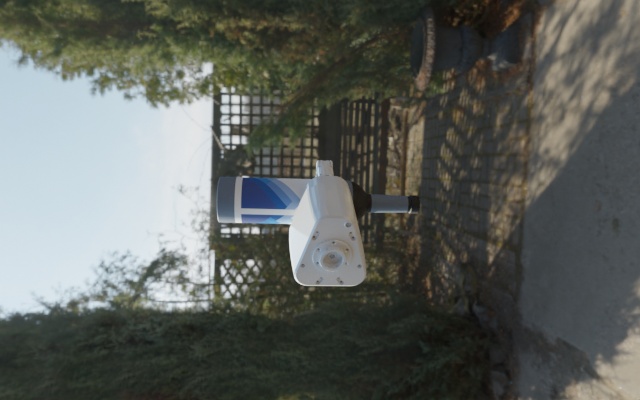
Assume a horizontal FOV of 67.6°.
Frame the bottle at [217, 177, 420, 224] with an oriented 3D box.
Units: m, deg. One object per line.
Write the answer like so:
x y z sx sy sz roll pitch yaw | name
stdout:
0.000 0.002 0.706 0.296 0.069 0.069 1 0 -6 | bottle
